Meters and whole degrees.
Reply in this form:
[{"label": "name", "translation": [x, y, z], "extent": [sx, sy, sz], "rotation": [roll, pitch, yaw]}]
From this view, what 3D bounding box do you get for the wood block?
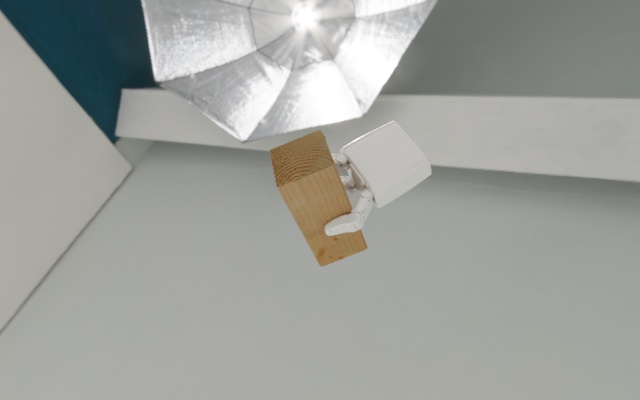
[{"label": "wood block", "translation": [0.001, 0.003, 0.772], "extent": [0.090, 0.090, 0.206], "rotation": [-21, -46, 4]}]
